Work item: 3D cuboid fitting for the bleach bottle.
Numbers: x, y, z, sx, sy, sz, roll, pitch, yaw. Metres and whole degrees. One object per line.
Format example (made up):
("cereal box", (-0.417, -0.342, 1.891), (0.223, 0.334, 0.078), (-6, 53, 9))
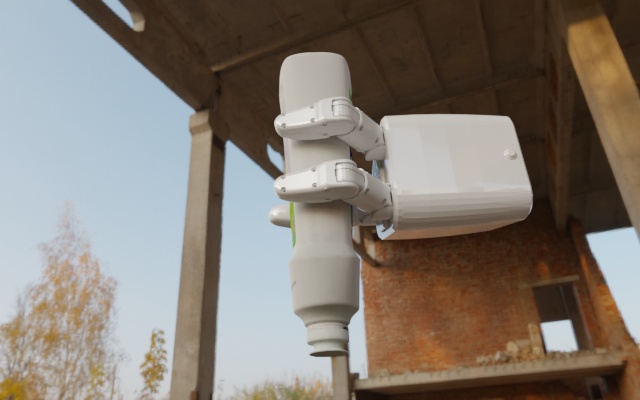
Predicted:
("bleach bottle", (0.000, 0.001, 0.402), (0.068, 0.250, 0.103), (-2, -27, -1))
